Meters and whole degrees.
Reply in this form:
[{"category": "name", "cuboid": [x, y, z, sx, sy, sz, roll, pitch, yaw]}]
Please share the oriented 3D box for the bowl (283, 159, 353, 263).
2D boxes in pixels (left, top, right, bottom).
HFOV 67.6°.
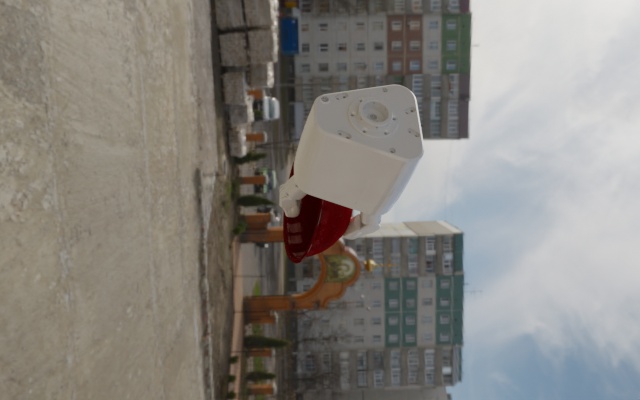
[{"category": "bowl", "cuboid": [0.000, 0.002, 0.611, 0.055, 0.162, 0.162, 8, -3, -19]}]
